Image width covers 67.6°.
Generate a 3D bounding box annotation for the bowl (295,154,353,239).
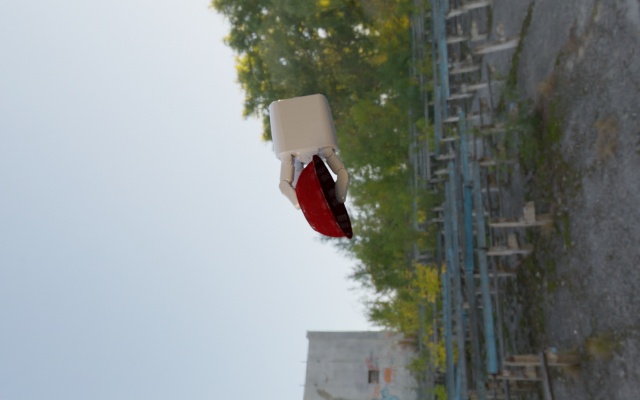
[{"bbox_3d":[0.000,0.004,0.840,0.055,0.162,0.162,-24,-5,11],"label":"bowl"}]
